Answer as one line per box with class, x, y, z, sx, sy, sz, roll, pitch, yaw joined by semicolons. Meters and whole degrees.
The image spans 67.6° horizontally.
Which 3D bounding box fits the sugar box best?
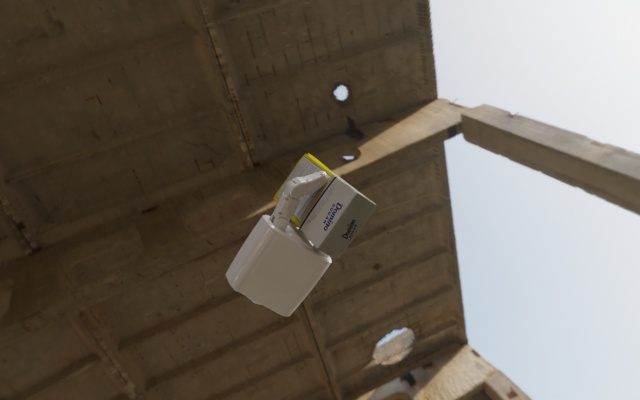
sugar box;0.000;0.003;0.691;0.048;0.093;0.176;31;7;-36
